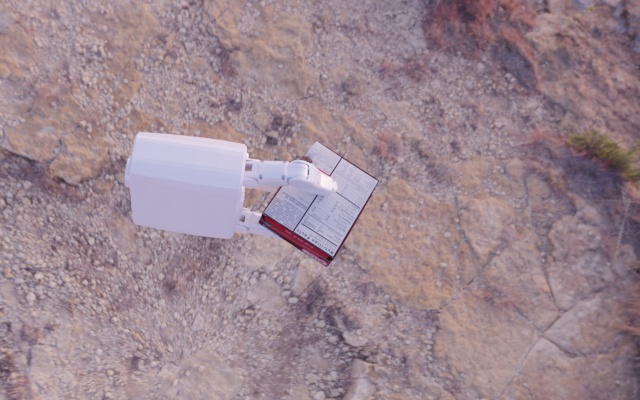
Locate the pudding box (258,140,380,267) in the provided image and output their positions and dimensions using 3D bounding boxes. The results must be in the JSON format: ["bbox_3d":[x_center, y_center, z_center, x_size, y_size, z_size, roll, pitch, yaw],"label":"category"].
[{"bbox_3d":[0.000,0.002,0.521,0.090,0.113,0.039,33,-24,0],"label":"pudding box"}]
